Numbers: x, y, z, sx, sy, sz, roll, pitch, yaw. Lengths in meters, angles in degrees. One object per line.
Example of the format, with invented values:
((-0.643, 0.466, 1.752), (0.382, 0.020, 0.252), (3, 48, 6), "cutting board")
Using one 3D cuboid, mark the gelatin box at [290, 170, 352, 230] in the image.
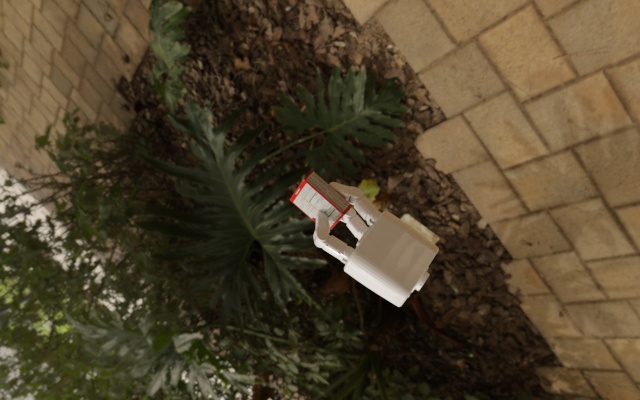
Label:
((0.000, 0.003, 0.798), (0.030, 0.089, 0.073), (-48, -2, -35), "gelatin box")
